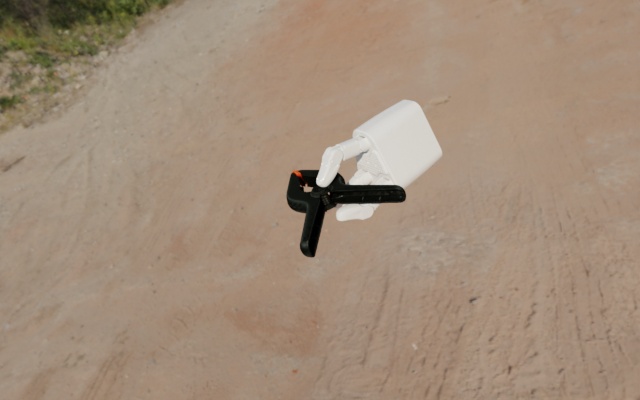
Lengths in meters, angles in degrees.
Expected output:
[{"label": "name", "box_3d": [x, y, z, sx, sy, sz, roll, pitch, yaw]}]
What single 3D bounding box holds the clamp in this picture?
[{"label": "clamp", "box_3d": [0.000, 0.001, 0.703, 0.164, 0.036, 0.210, -33, 33, -20]}]
